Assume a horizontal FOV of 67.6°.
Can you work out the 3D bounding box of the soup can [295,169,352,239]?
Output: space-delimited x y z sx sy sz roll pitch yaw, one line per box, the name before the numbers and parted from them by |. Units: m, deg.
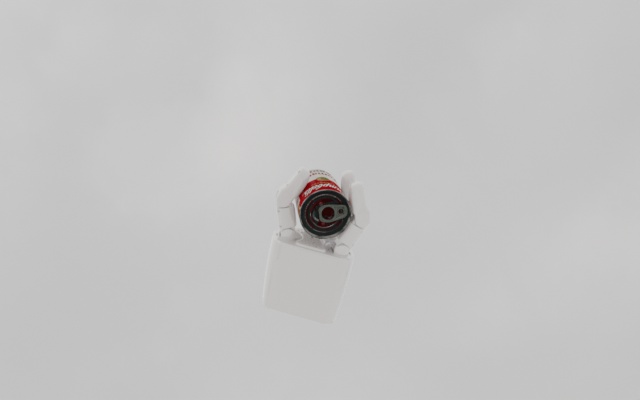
soup can | 0.000 0.002 0.654 0.068 0.068 0.102 0 19 -8
